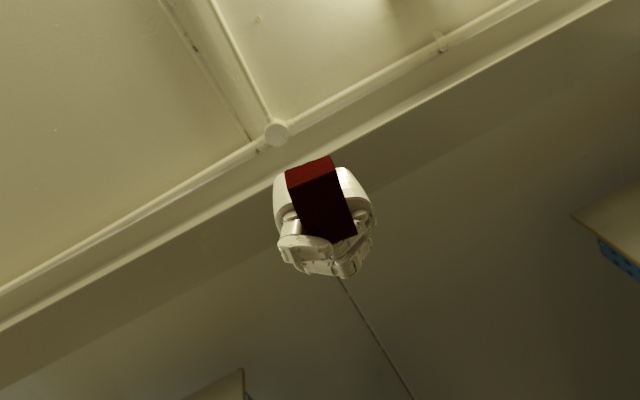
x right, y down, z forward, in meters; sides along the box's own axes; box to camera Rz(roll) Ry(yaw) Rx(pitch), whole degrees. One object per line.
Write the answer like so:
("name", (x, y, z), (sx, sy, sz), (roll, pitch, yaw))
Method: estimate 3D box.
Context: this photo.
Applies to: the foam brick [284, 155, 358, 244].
("foam brick", (0.000, 0.001, 0.496), (0.053, 0.078, 0.051), (-19, 27, 1))
